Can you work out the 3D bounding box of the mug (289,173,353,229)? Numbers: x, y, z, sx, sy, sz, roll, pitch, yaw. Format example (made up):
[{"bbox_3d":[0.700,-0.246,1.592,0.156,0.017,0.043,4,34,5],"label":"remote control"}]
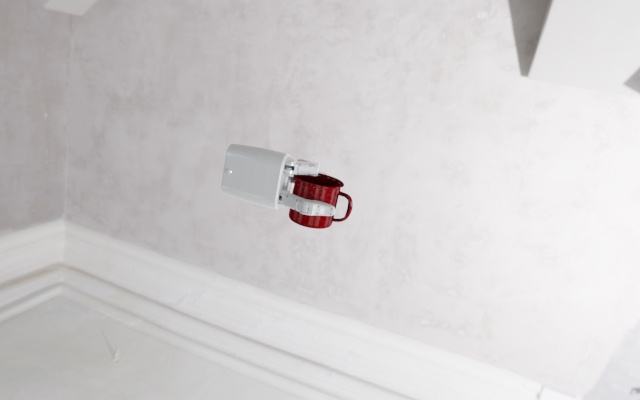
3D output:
[{"bbox_3d":[0.001,0.003,0.852,0.117,0.081,0.093,15,16,11],"label":"mug"}]
